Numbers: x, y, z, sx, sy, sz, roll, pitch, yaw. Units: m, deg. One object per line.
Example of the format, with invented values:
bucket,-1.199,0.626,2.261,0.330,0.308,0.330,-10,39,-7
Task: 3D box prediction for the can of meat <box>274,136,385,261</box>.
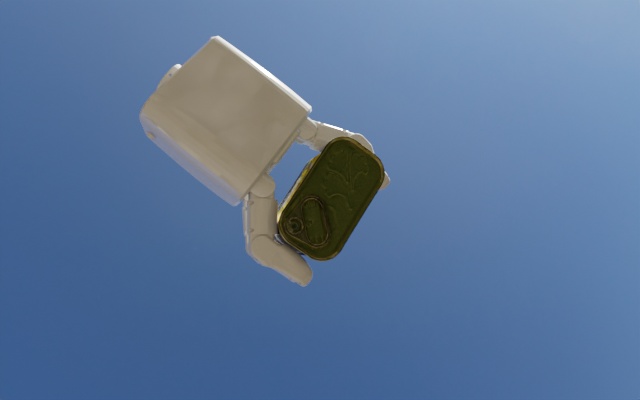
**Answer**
can of meat,0.000,0.001,0.423,0.057,0.102,0.084,35,-13,-10
